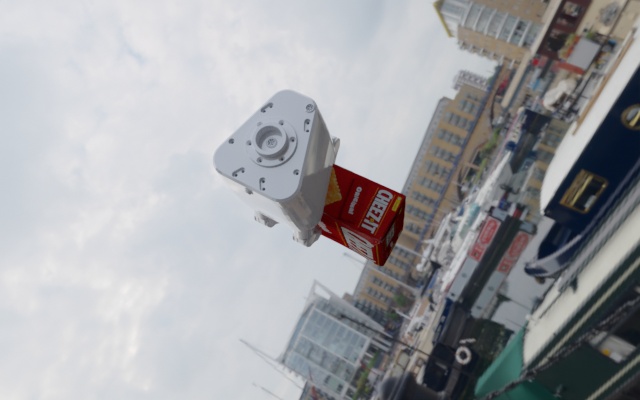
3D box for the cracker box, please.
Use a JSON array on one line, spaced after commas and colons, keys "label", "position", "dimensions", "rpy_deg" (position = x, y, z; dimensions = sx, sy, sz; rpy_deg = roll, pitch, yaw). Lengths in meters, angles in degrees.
[{"label": "cracker box", "position": [0.000, 0.002, 0.632], "dimensions": [0.213, 0.072, 0.164], "rpy_deg": [26, -11, 15]}]
